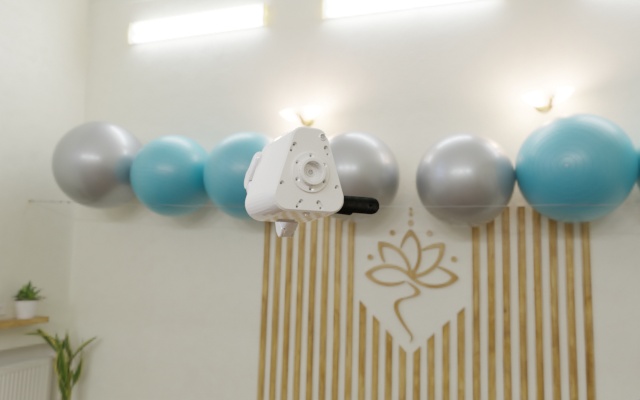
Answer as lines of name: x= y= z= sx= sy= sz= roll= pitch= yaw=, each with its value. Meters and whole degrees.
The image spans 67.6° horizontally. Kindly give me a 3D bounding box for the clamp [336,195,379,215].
clamp: x=0.000 y=0.002 z=0.718 sx=0.171 sy=0.039 sz=0.120 roll=5 pitch=-9 yaw=-24
